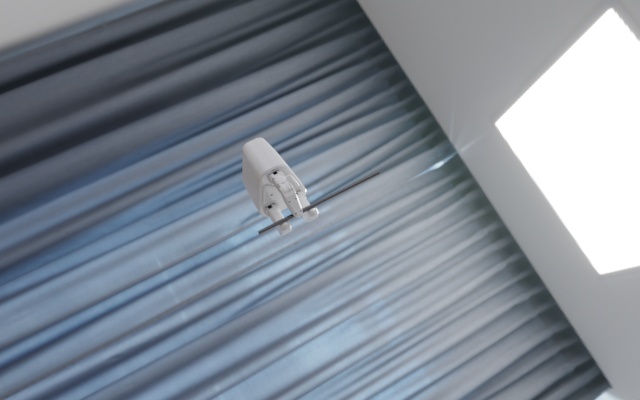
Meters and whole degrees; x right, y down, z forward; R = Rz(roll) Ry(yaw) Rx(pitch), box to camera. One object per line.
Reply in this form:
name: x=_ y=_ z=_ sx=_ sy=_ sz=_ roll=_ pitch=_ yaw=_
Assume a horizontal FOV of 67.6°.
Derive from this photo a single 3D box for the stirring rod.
stirring rod: x=0.000 y=0.003 z=0.836 sx=0.239 sy=0.011 sz=0.011 roll=-27 pitch=6 yaw=-12
